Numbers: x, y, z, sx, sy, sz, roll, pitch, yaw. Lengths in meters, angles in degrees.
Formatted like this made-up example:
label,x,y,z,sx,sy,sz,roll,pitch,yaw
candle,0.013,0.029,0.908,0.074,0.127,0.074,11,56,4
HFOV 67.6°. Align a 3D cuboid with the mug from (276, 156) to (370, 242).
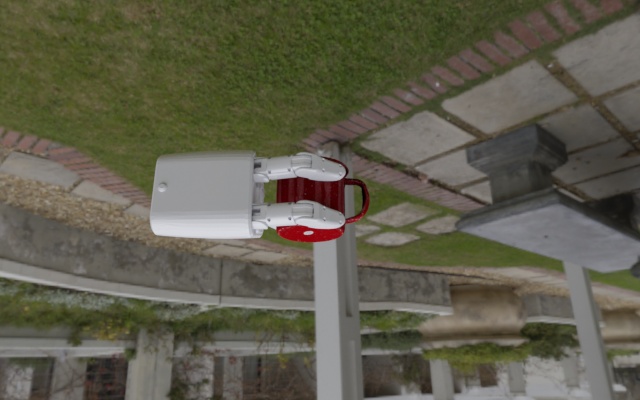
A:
label,x,y,z,sx,sy,sz,roll,pitch,yaw
mug,0.002,0.002,0.572,0.117,0.081,0.093,-1,-20,2
